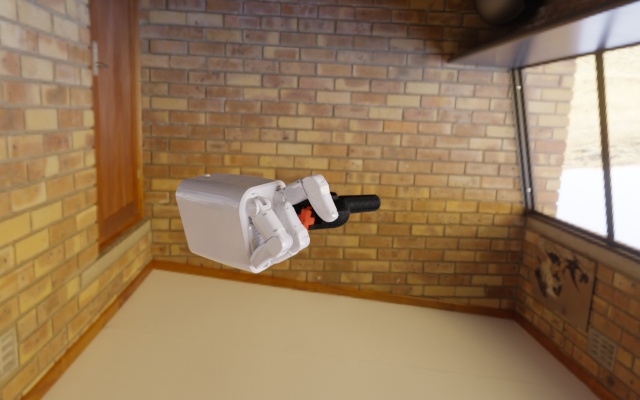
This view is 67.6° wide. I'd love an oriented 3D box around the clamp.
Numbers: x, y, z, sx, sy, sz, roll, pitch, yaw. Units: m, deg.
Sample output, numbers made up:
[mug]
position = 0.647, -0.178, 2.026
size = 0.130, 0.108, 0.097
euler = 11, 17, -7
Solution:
[clamp]
position = 0.000, 0.003, 0.652
size = 0.120, 0.039, 0.171
euler = 12, 14, 26
